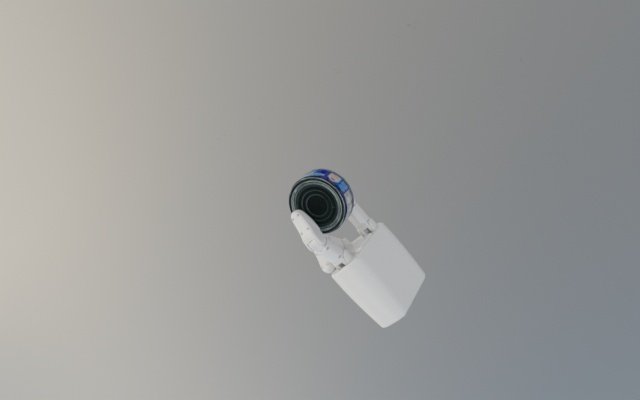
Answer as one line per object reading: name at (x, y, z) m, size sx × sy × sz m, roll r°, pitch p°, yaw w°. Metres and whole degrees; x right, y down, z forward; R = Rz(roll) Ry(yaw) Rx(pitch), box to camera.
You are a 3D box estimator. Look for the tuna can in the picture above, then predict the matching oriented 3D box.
tuna can at (0.000, 0.002, 0.653) m, size 0.086 × 0.086 × 0.033 m, roll 0°, pitch 21°, yaw 23°
